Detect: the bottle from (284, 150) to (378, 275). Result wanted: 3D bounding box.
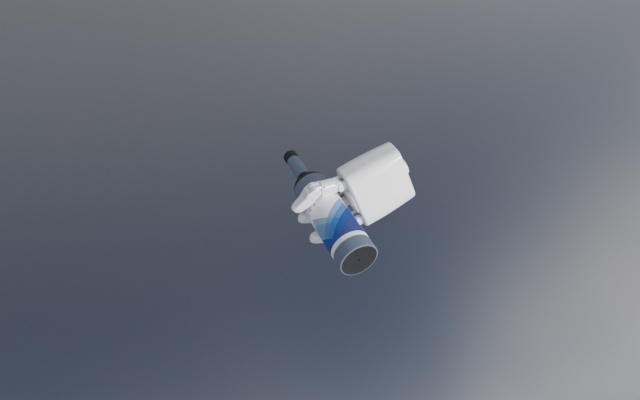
[{"bbox_3d":[0.000,0.003,0.841,0.069,0.069,0.295,0,38,-32],"label":"bottle"}]
